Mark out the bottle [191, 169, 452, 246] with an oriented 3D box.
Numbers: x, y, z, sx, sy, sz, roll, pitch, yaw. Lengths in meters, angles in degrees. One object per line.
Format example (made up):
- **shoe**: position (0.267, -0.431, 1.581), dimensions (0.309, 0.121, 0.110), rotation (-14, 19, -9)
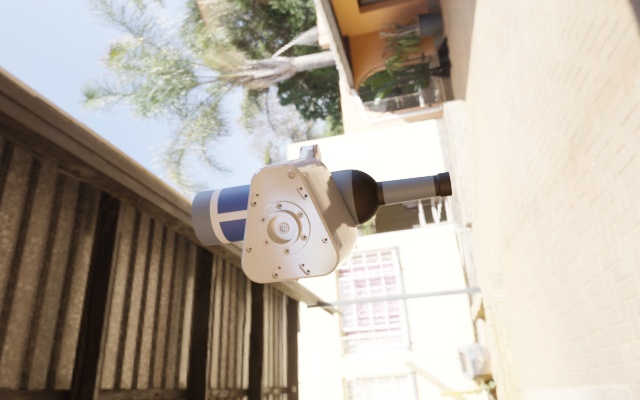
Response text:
- **bottle**: position (0.000, 0.002, 0.553), dimensions (0.296, 0.069, 0.069), rotation (-8, -2, 12)
